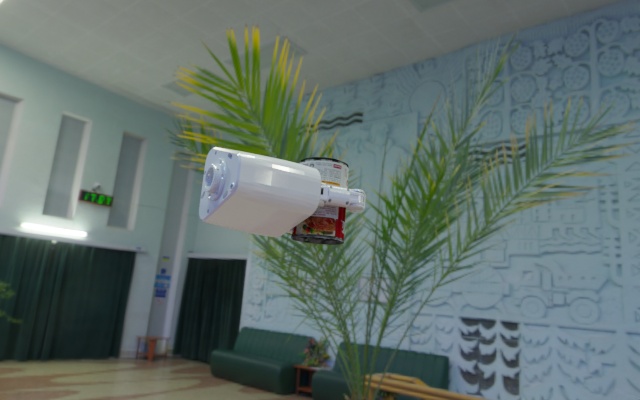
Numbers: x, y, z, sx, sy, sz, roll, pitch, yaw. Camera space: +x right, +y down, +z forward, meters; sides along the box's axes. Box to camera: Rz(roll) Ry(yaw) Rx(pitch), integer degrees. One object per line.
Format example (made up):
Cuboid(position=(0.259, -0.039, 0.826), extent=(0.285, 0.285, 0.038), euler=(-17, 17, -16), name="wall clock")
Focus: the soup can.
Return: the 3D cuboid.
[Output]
Cuboid(position=(0.001, 0.002, 0.616), extent=(0.068, 0.102, 0.068), euler=(4, -12, 1), name="soup can")
